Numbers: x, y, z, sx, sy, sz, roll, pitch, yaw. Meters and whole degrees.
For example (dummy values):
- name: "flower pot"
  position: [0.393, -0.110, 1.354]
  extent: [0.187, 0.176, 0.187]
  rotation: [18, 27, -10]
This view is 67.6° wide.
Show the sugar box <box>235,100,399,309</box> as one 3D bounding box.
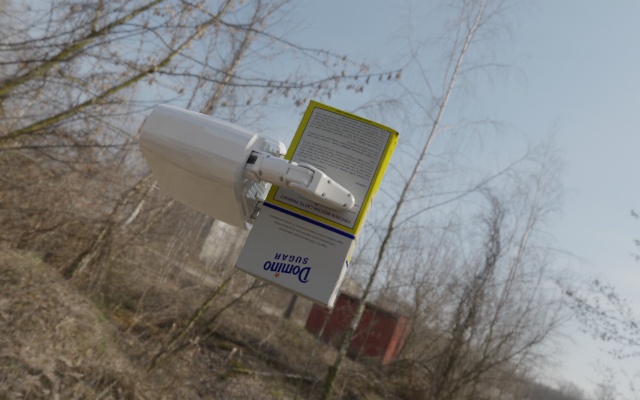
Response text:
- name: "sugar box"
  position: [0.000, 0.001, 0.449]
  extent: [0.093, 0.176, 0.048]
  rotation: [21, -12, 11]
